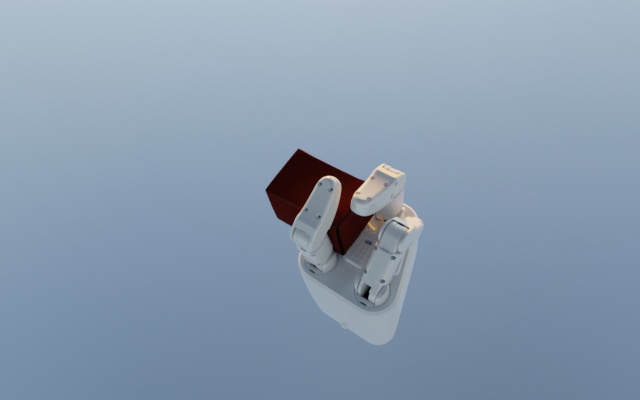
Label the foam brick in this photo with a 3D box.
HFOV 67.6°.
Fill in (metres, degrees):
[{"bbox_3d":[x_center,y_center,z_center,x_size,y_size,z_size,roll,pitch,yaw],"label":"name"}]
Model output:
[{"bbox_3d":[0.000,0.001,0.423,0.078,0.053,0.051,29,-23,24],"label":"foam brick"}]
